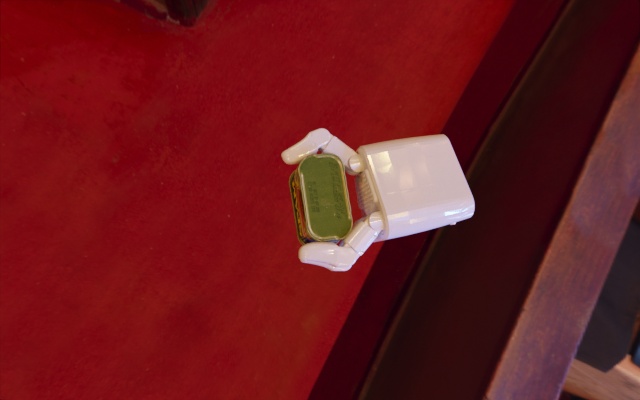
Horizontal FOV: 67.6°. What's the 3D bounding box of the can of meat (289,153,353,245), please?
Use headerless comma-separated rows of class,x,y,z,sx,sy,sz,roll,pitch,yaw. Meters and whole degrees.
can of meat,0.000,0.002,0.551,0.057,0.102,0.084,-8,-7,-10
